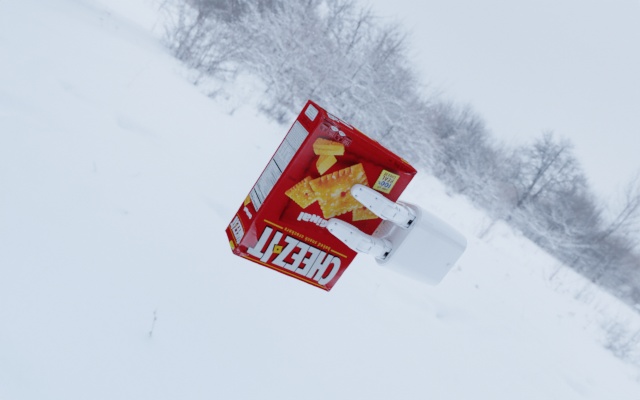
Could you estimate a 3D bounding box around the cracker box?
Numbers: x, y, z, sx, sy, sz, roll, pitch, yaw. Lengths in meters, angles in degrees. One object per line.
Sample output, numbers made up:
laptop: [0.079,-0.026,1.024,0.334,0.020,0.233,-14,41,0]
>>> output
cracker box: [0.000,0.002,0.637,0.164,0.214,0.072,27,15,-29]
